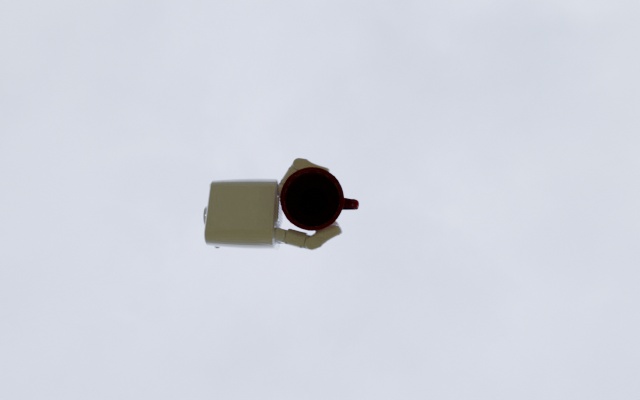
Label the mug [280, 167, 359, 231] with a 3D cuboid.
[{"bbox_3d":[0.002,0.002,0.726,0.117,0.093,0.081,2,-6,1],"label":"mug"}]
